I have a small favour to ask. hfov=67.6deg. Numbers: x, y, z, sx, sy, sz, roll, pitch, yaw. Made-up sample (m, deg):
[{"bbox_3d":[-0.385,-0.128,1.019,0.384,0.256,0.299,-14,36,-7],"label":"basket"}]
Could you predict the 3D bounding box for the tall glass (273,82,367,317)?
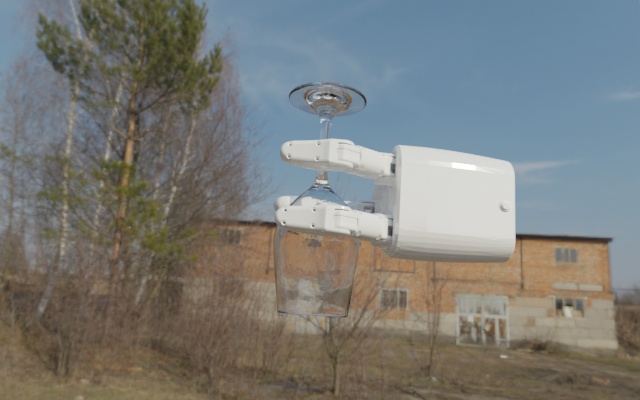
[{"bbox_3d":[0.000,0.001,0.433,0.079,0.201,0.079,4,-12,1],"label":"tall glass"}]
